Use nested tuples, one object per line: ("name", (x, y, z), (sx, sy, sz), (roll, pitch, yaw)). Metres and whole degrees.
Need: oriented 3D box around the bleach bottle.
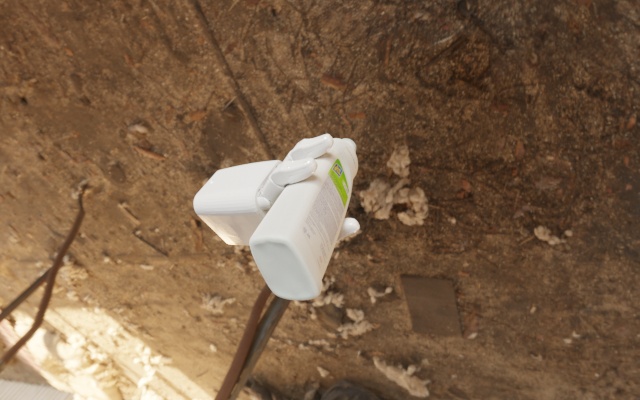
("bleach bottle", (0.000, 0.002, 0.613), (0.068, 0.103, 0.250), (-5, 34, 28))
